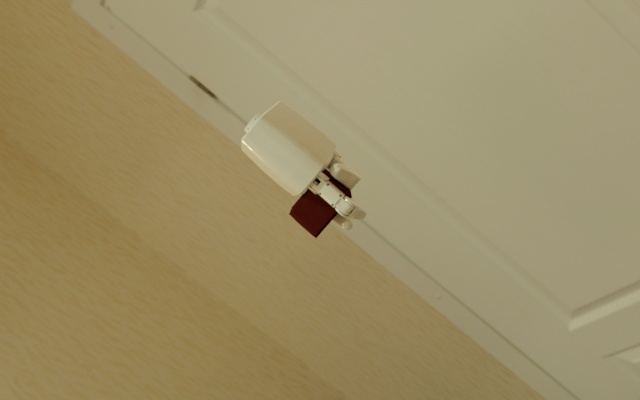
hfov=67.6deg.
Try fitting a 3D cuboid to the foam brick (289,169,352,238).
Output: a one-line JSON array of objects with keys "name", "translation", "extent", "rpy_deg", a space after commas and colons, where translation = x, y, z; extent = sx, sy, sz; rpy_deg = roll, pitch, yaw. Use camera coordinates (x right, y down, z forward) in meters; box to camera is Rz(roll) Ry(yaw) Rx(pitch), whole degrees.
[{"name": "foam brick", "translation": [0.000, 0.002, 0.673], "extent": [0.051, 0.078, 0.053], "rpy_deg": [39, 11, -7]}]
